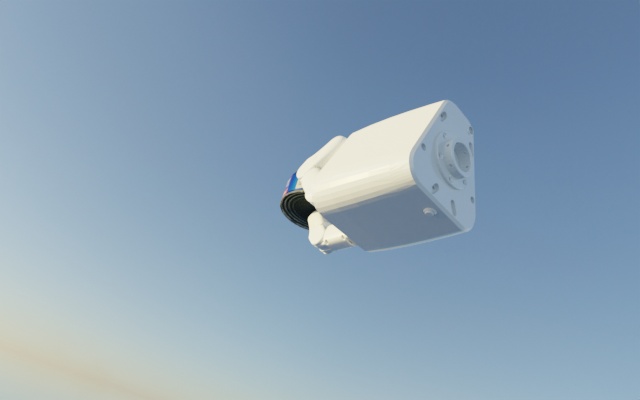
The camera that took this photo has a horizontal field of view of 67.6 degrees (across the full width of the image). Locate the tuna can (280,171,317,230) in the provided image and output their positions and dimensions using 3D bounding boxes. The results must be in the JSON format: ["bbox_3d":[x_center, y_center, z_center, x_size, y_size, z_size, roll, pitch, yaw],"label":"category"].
[{"bbox_3d":[0.000,0.001,0.537,0.086,0.033,0.086,11,-32,7],"label":"tuna can"}]
